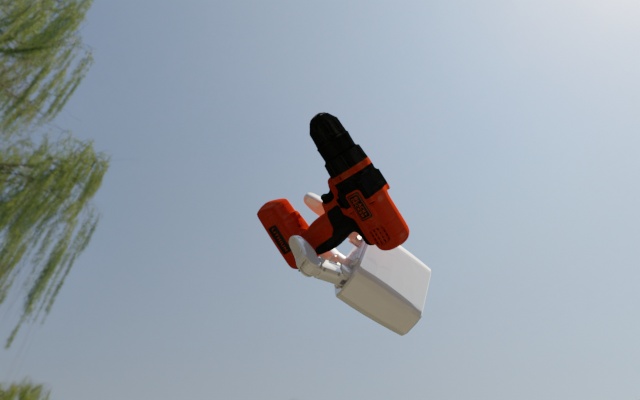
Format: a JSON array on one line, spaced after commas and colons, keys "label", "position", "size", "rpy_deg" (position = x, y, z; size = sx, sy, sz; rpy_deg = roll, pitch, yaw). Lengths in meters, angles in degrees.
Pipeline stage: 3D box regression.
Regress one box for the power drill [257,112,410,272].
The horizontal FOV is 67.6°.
[{"label": "power drill", "position": [0.000, 0.002, 0.614], "size": [0.188, 0.184, 0.057], "rpy_deg": [-30, 2, 43]}]
